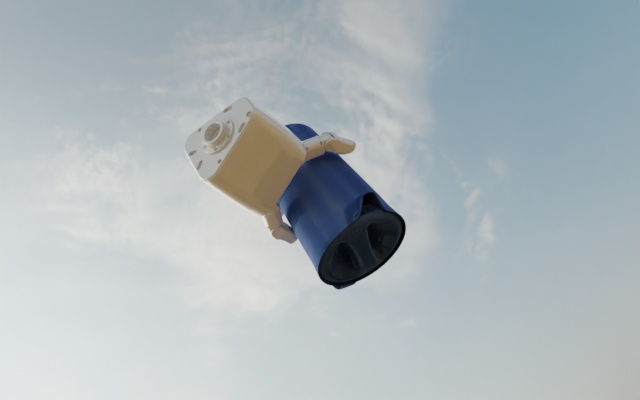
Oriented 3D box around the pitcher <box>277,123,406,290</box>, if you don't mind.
[{"bbox_3d":[0.000,0.002,0.695,0.145,0.149,0.242,33,15,-49],"label":"pitcher"}]
